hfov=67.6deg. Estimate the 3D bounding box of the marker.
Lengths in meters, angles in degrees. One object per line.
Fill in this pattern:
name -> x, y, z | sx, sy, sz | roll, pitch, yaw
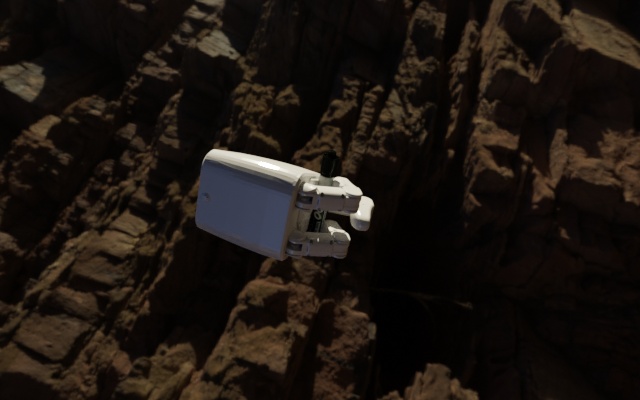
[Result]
marker -> 0.000, 0.002, 0.533 | 0.020, 0.121, 0.020 | 11, 22, -5
